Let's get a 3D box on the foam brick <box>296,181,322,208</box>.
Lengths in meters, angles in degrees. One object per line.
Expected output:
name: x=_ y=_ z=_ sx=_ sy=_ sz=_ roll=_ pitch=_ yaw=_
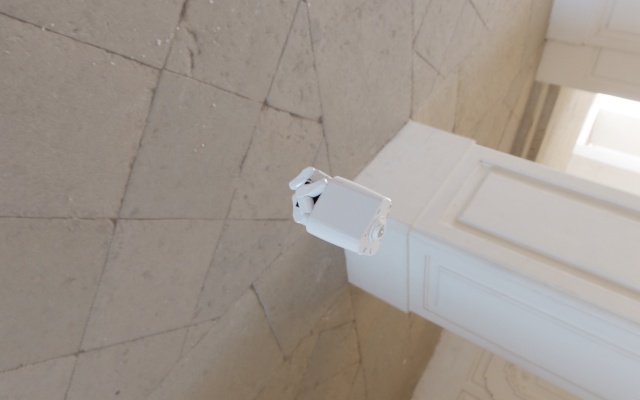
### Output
foam brick: x=0.000 y=0.003 z=0.890 sx=0.051 sy=0.053 sz=0.078 roll=23 pitch=1 yaw=29
